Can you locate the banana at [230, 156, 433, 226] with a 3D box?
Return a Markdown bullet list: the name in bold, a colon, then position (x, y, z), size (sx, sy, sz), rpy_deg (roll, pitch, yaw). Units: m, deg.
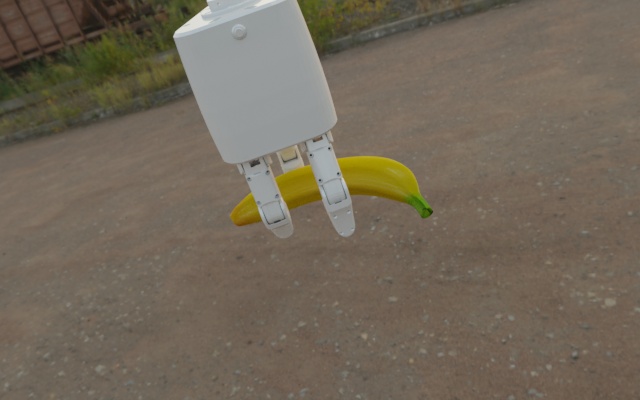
- **banana**: position (0.007, -0.011, 0.463), size (0.198, 0.037, 0.069), rpy_deg (-5, 40, 19)
